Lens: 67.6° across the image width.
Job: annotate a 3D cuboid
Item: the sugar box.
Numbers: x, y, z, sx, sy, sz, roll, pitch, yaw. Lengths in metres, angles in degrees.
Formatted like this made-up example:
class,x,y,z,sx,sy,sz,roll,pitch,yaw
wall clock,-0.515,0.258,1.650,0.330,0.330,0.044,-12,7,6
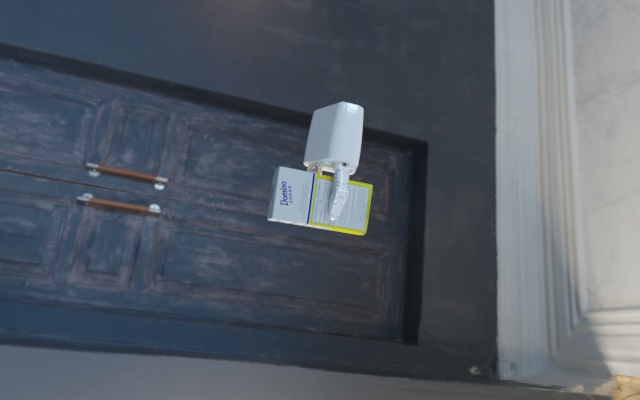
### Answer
class,x,y,z,sx,sy,sz,roll,pitch,yaw
sugar box,0.000,0.003,0.844,0.176,0.093,0.048,11,-10,-16
